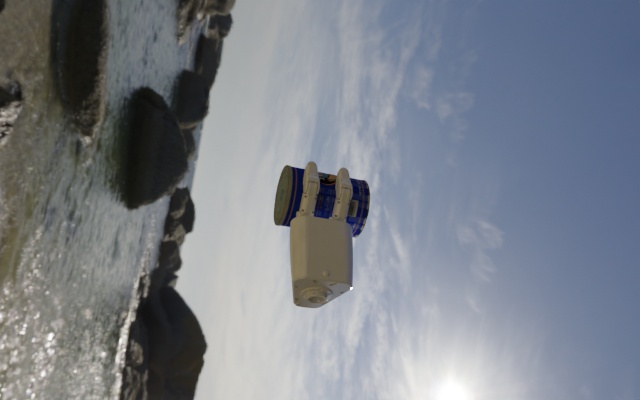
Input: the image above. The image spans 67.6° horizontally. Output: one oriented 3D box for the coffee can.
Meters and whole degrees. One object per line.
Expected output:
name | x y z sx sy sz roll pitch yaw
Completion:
coffee can | 0.000 0.003 0.812 0.140 0.103 0.103 10 -3 -15
